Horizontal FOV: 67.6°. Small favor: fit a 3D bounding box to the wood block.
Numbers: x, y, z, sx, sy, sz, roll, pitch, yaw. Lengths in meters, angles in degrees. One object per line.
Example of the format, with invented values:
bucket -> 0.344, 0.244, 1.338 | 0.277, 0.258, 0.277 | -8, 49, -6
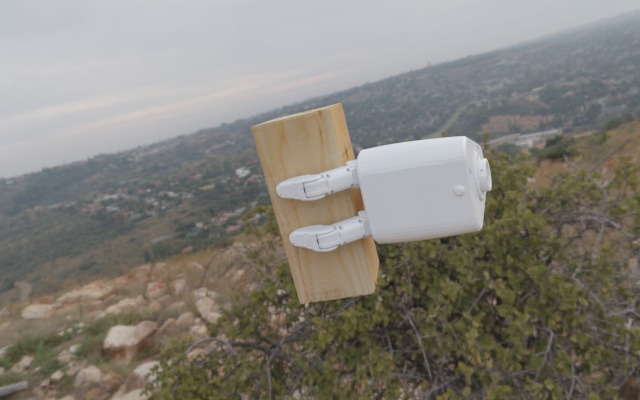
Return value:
wood block -> 0.000, 0.002, 0.552 | 0.090, 0.206, 0.090 | -11, 13, 13
